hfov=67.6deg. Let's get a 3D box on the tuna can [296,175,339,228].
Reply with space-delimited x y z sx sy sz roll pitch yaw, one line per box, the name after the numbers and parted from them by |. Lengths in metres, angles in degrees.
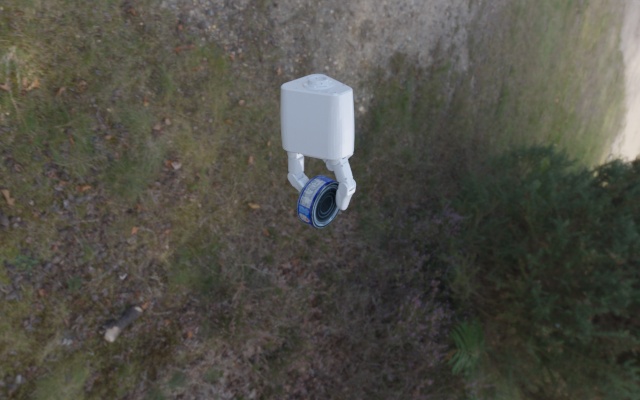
0.001 0.003 0.800 0.033 0.086 0.086 25 14 32 | tuna can
